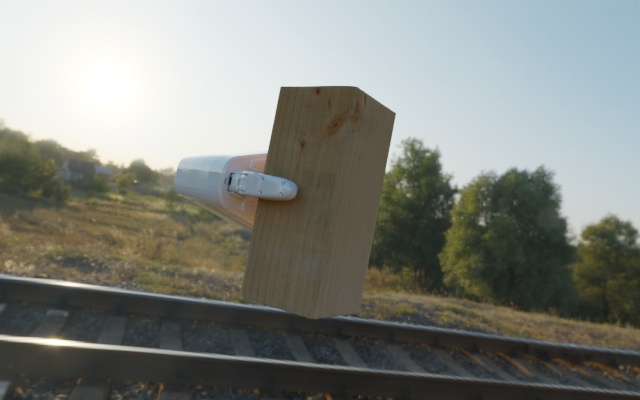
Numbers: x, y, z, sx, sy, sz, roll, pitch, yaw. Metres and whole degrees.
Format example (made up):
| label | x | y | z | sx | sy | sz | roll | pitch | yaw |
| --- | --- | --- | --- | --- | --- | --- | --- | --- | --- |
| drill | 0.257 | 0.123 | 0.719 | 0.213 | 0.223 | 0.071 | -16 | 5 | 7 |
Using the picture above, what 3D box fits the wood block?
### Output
| label | x | y | z | sx | sy | sz | roll | pitch | yaw |
| --- | --- | --- | --- | --- | --- | --- | --- | --- | --- |
| wood block | 0.000 | 0.001 | 0.470 | 0.090 | 0.206 | 0.091 | 9 | -2 | 34 |
